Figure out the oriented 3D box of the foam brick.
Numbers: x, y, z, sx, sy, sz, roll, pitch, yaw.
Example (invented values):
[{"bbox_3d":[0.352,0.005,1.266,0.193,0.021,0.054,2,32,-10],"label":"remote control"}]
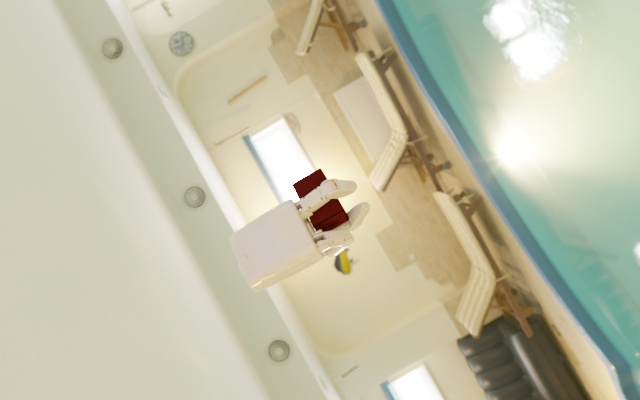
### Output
[{"bbox_3d":[0.000,0.002,0.704,0.051,0.078,0.053,-29,-23,2],"label":"foam brick"}]
